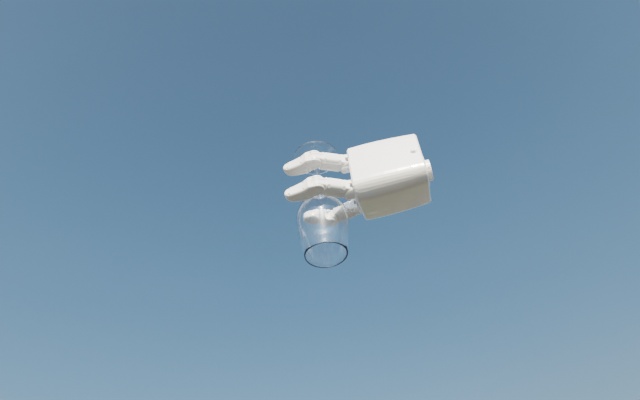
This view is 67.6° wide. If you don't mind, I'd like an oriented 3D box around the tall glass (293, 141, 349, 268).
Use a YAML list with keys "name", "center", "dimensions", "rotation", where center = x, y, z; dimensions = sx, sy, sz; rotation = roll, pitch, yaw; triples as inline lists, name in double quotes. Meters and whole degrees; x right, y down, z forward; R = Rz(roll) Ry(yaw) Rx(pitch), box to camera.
- name: "tall glass"
  center: [0.000, 0.002, 0.727]
  dimensions: [0.079, 0.200, 0.079]
  rotation: [-3, -42, -3]
